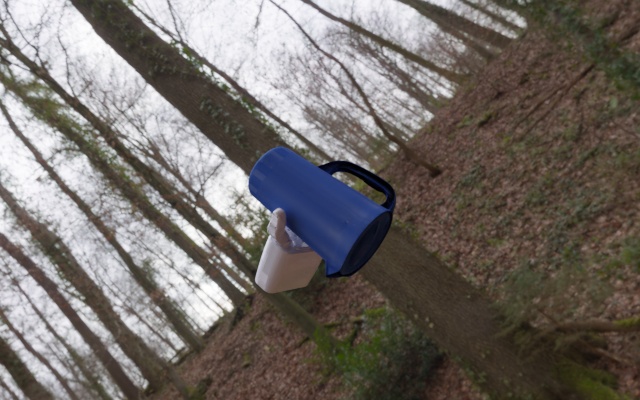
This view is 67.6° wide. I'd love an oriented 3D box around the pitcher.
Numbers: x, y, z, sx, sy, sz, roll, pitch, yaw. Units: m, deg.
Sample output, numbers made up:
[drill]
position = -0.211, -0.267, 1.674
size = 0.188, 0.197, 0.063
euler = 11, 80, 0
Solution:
[pitcher]
position = 0.000, 0.003, 0.823
size = 0.242, 0.145, 0.149
euler = 37, 34, 23
